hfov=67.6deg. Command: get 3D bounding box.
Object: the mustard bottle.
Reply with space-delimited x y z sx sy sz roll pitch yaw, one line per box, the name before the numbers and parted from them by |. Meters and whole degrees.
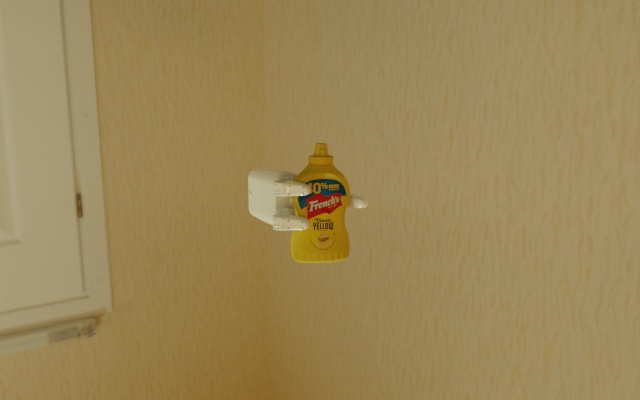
mustard bottle | 0.000 0.003 0.779 0.096 0.191 0.058 -1 10 -10
